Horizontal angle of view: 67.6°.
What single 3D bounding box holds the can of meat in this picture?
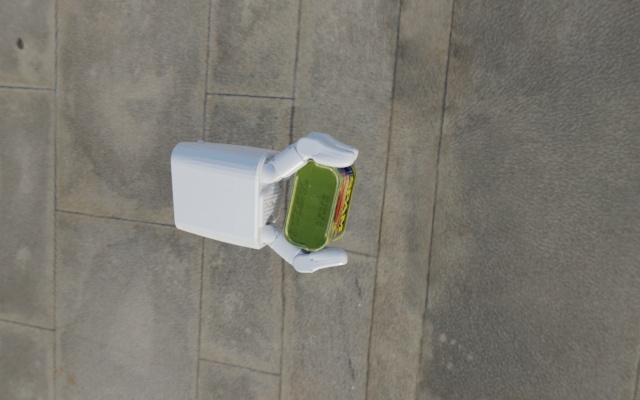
[{"bbox_3d":[0.000,0.002,0.546,0.057,0.102,0.084,14,9,12],"label":"can of meat"}]
